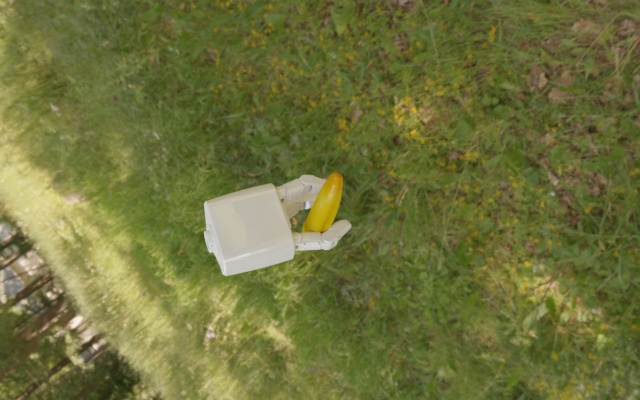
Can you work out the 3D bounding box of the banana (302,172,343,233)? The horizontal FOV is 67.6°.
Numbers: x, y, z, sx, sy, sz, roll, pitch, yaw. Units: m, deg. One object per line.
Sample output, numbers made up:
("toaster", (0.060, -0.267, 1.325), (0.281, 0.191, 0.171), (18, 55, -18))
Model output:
("banana", (-0.002, 0.021, 0.734), (0.037, 0.069, 0.198), (8, -19, -9))
